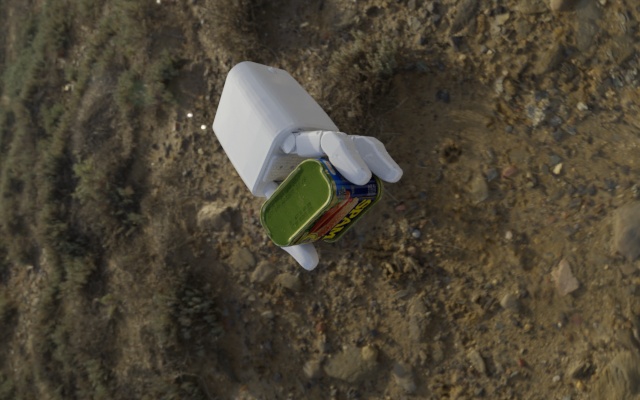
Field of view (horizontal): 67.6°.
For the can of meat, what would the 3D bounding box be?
[{"bbox_3d":[0.000,0.002,0.483,0.084,0.057,0.102,-4,-35,-52],"label":"can of meat"}]
